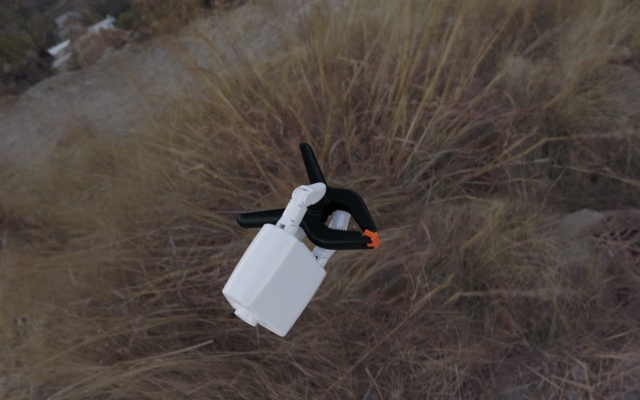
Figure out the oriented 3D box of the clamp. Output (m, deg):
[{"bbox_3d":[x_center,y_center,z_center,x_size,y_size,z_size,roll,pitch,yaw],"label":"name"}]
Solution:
[{"bbox_3d":[0.000,0.002,0.685,0.210,0.164,0.036,22,-21,27],"label":"clamp"}]
